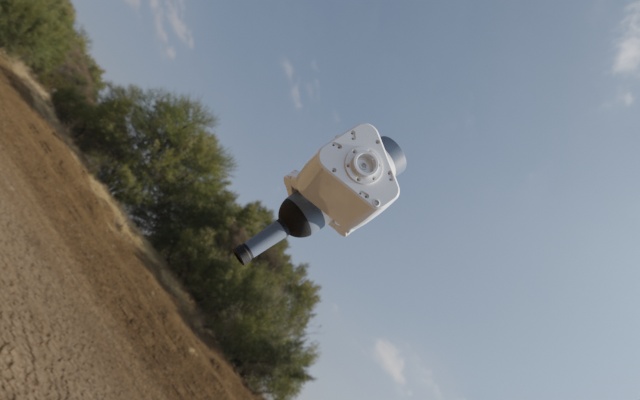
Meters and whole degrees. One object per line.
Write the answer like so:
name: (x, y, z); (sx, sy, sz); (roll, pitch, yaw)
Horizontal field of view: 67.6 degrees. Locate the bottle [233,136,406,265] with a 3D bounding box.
bottle: (0.000, 0.002, 0.711); (0.295, 0.069, 0.069); (-34, 14, -21)
